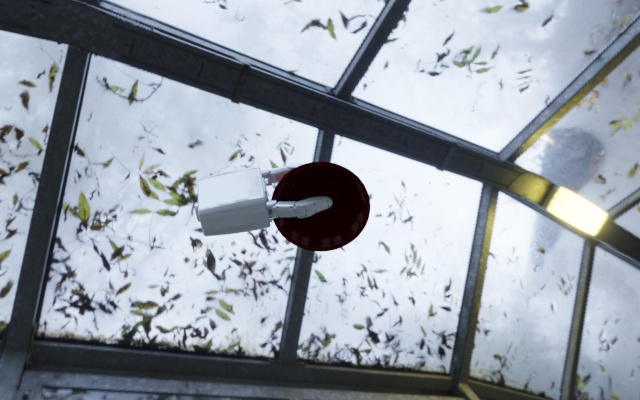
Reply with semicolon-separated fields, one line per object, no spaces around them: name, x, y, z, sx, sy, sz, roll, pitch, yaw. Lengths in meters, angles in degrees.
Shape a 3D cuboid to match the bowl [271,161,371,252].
bowl;0.001;0.003;0.791;0.162;0.162;0.055;0;25;0
